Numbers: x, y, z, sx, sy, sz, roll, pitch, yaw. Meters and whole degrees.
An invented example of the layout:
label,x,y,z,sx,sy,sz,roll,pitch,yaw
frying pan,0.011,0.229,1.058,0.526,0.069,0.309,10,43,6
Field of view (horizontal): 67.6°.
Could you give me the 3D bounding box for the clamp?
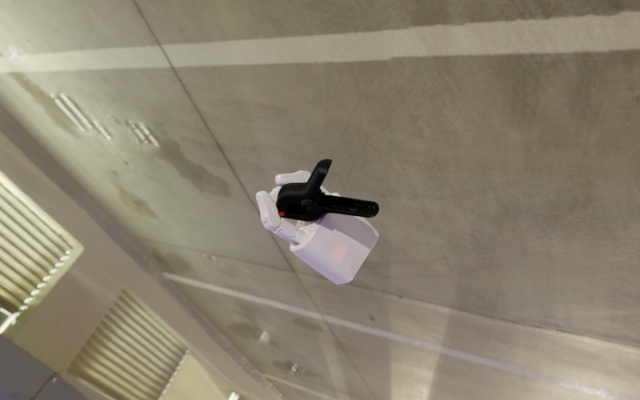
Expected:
label,x,y,z,sx,sy,sz,roll,pitch,yaw
clamp,0.000,0.003,0.705,0.120,0.039,0.171,41,-34,-20
